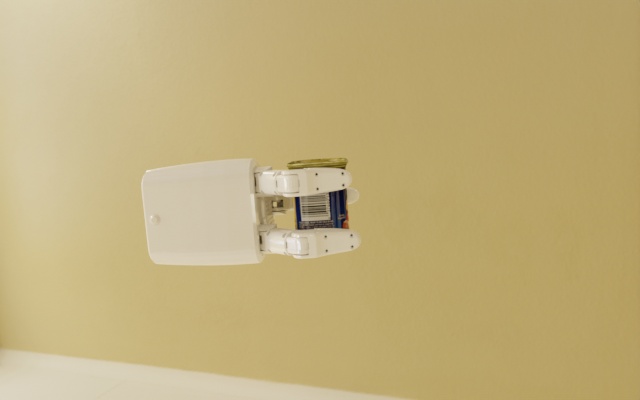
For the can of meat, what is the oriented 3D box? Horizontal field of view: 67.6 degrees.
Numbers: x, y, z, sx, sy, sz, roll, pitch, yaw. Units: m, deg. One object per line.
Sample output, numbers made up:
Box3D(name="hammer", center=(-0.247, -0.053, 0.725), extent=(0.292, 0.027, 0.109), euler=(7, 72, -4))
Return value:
Box3D(name="can of meat", center=(0.000, 0.002, 0.476), extent=(0.057, 0.084, 0.102), euler=(-4, 6, 1))
